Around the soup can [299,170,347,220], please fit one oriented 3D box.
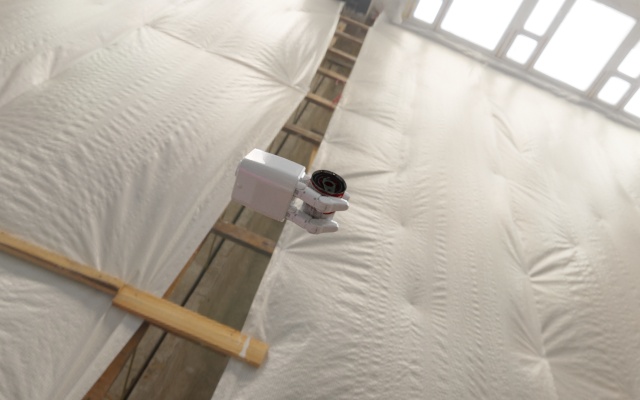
[{"bbox_3d":[0.001,0.003,0.893,0.068,0.102,0.068,15,37,-11],"label":"soup can"}]
